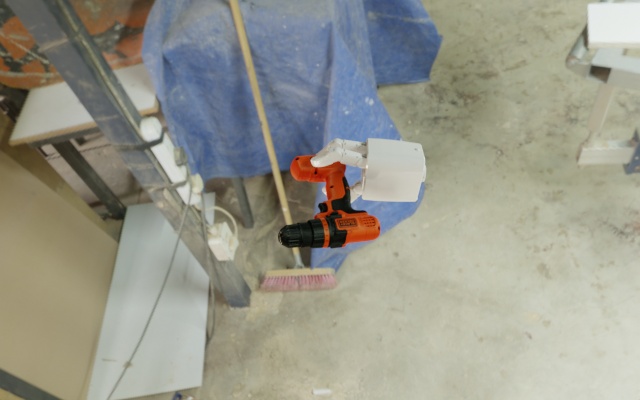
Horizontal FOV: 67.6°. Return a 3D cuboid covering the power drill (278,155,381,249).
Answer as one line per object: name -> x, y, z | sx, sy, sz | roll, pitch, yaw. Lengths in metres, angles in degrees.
power drill -> 0.000, 0.002, 0.871 | 0.184, 0.187, 0.057 | -3, -35, -19
